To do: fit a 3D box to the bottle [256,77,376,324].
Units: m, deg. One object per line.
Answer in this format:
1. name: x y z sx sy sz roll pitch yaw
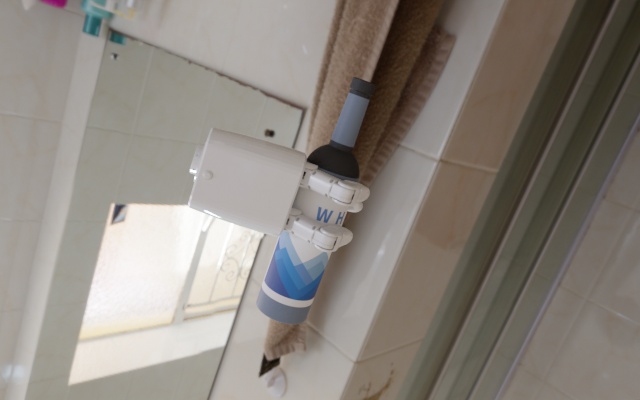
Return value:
1. bottle: 0.000 0.002 0.563 0.069 0.296 0.069 19 14 -5
